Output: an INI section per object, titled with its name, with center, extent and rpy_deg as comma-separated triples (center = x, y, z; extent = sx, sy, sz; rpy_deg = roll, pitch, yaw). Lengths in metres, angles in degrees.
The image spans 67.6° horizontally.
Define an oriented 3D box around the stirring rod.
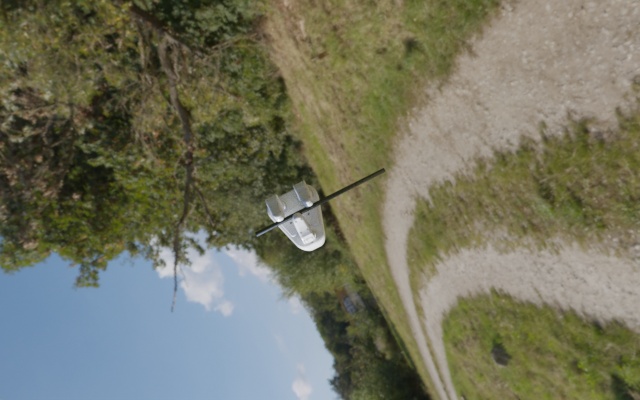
[stirring rod]
center = 0.000, 0.003, 0.799
extent = 0.239, 0.011, 0.011
rpy_deg = -27, 0, -1
